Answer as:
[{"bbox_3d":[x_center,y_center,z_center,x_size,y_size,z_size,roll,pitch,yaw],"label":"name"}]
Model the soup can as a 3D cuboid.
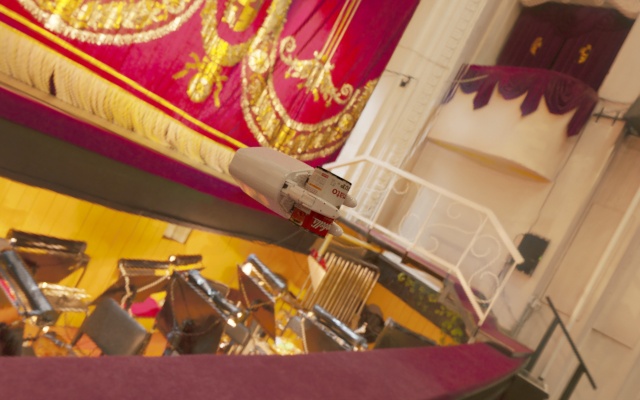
[{"bbox_3d":[0.001,0.002,0.782,0.068,0.102,0.068,27,2,-1],"label":"soup can"}]
